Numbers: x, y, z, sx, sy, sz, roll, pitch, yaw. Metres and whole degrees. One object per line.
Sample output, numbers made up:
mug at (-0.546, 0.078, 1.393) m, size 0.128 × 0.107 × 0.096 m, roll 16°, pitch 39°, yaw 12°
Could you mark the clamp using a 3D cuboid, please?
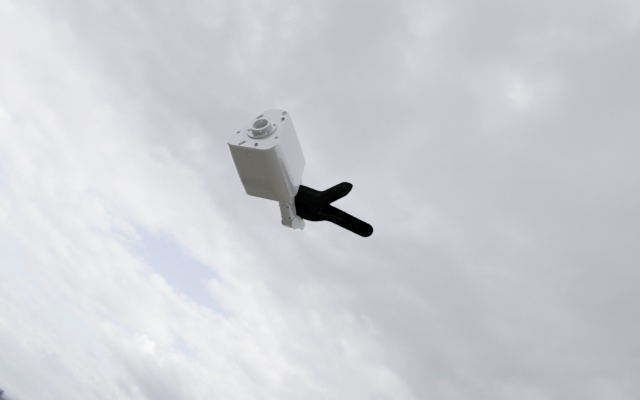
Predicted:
clamp at (0.000, 0.002, 0.784) m, size 0.171 × 0.120 × 0.039 m, roll 12°, pitch 49°, yaw 26°
